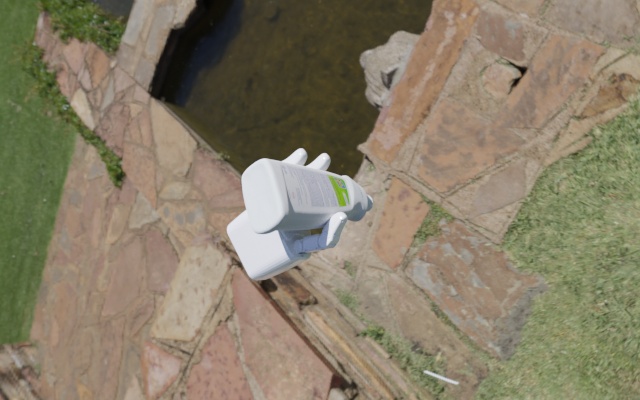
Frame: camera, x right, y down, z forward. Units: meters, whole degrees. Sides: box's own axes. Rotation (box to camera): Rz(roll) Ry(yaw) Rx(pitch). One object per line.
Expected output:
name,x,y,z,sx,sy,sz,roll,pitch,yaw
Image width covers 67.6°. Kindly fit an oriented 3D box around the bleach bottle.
bleach bottle,0.000,0.002,0.726,0.068,0.102,0.251,-30,-23,35
